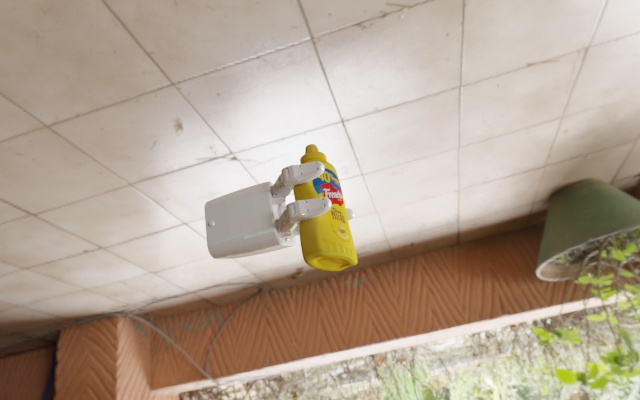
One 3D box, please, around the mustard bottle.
[{"bbox_3d":[0.000,0.002,0.696,0.058,0.191,0.096,-26,-30,30],"label":"mustard bottle"}]
